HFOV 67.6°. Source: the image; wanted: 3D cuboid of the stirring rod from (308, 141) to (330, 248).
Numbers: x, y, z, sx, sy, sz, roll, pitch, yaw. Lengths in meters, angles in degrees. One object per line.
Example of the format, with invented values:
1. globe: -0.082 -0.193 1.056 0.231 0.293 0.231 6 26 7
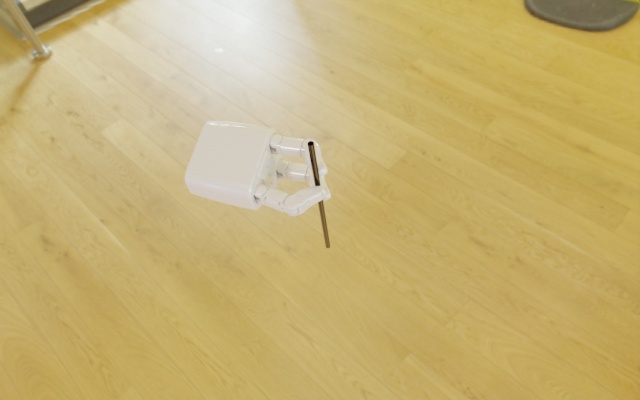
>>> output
1. stirring rod: 0.000 0.002 0.680 0.011 0.011 0.240 0 -37 7
